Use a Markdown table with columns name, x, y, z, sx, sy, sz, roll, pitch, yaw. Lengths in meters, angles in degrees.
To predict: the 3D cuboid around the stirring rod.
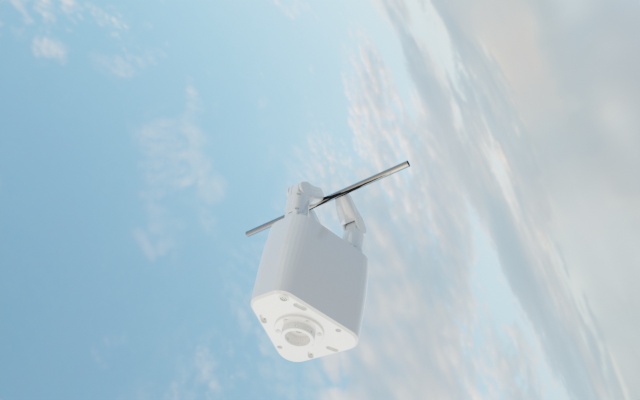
| name | x | y | z | sx | sy | sz | roll | pitch | yaw |
| --- | --- | --- | --- | --- | --- | --- | --- | --- | --- |
| stirring rod | 0.000 | 0.002 | 0.588 | 0.239 | 0.011 | 0.011 | -24 | -11 | 27 |
